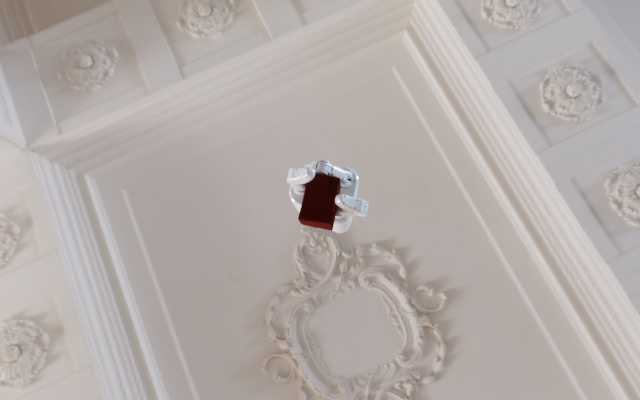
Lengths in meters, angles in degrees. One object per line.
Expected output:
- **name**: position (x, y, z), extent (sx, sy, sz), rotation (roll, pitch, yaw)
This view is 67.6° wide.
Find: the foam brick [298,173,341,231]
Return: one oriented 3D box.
- **foam brick**: position (0.000, 0.003, 0.749), extent (0.053, 0.078, 0.051), rotation (11, -14, 6)
